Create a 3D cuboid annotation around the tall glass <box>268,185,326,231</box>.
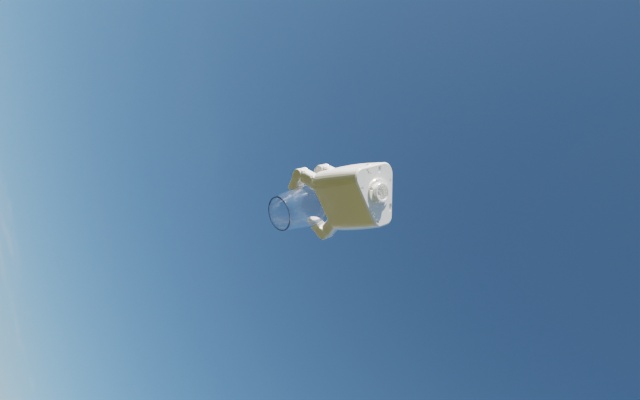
[{"bbox_3d":[0.001,0.003,0.897,0.201,0.079,0.079,-16,10,-40],"label":"tall glass"}]
